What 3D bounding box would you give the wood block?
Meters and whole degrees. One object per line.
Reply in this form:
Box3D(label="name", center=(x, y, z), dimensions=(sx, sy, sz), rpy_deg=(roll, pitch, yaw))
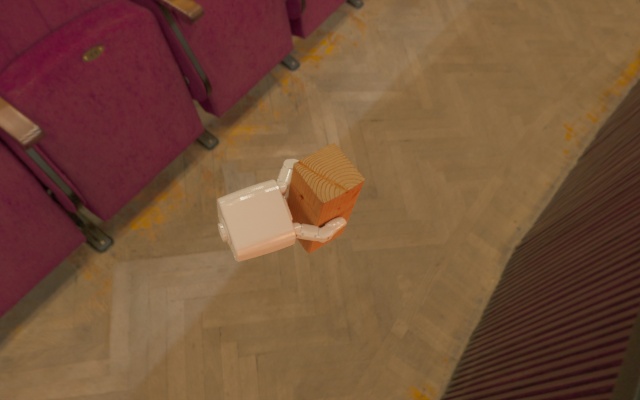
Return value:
Box3D(label="wood block", center=(0.000, 0.003, 0.875), dimensions=(0.090, 0.090, 0.206), rpy_deg=(-30, -20, -22))
